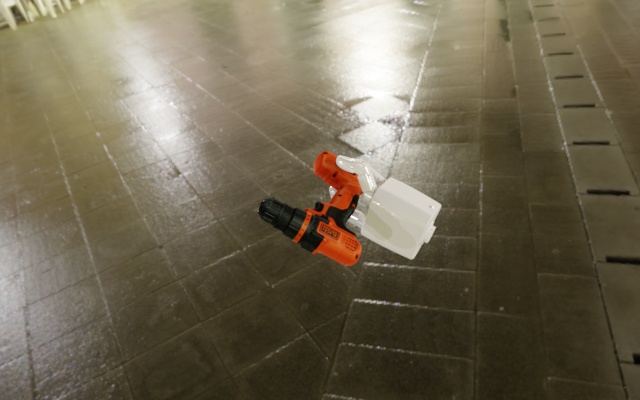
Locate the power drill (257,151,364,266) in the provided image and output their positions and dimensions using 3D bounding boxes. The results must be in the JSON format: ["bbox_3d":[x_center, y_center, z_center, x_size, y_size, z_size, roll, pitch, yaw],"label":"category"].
[{"bbox_3d":[0.001,0.002,0.819,0.184,0.187,0.057,30,-40,-10],"label":"power drill"}]
